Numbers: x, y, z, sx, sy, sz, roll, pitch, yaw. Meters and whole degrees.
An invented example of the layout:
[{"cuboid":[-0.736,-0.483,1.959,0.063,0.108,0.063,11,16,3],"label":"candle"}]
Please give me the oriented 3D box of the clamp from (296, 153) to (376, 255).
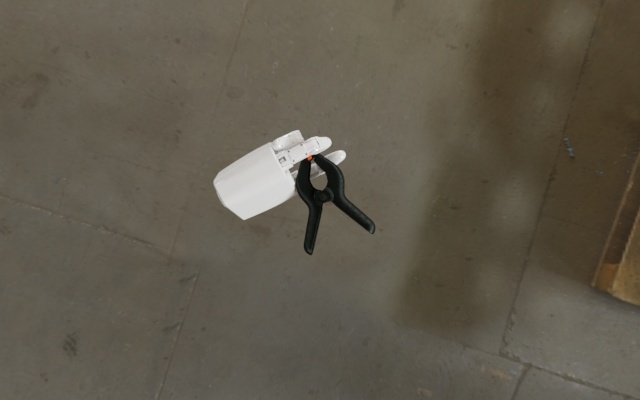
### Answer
[{"cuboid":[0.000,0.002,0.773,0.120,0.171,0.039,-28,-3,1],"label":"clamp"}]
